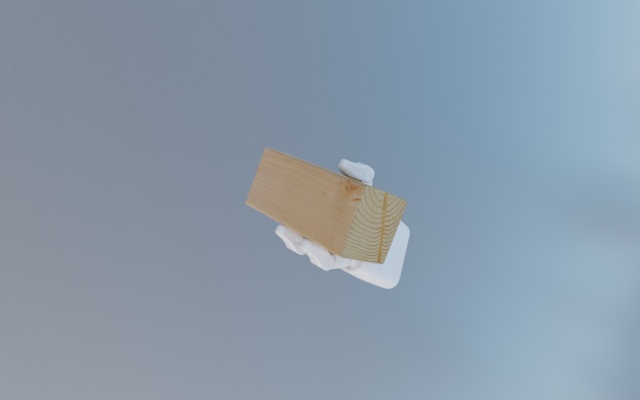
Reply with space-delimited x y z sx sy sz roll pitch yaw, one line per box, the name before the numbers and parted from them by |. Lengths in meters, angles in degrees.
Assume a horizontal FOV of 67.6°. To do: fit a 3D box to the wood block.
wood block | 0.001 0.002 0.650 0.090 0.091 0.206 17 5 -45
